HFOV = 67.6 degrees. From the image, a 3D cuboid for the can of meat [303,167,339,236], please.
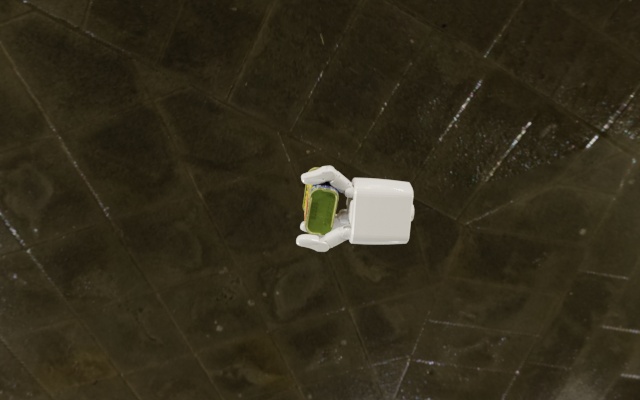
[{"bbox_3d":[0.000,0.003,0.882,0.057,0.102,0.084,6,28,-6],"label":"can of meat"}]
